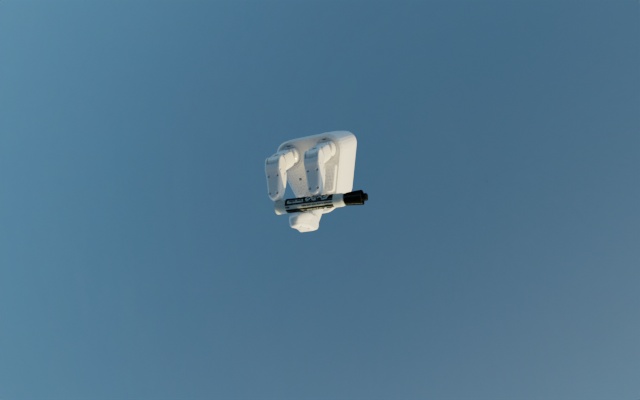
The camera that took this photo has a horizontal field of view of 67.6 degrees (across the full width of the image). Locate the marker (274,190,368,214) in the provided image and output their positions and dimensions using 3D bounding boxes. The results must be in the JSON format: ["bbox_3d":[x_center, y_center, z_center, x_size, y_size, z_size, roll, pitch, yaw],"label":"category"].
[{"bbox_3d":[0.000,0.002,0.597,0.121,0.020,0.020,-7,-2,20],"label":"marker"}]
